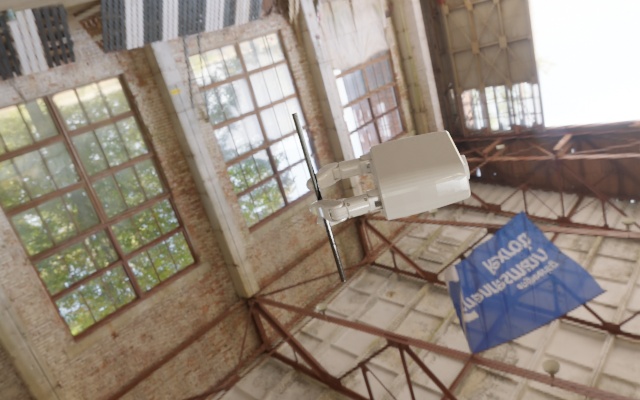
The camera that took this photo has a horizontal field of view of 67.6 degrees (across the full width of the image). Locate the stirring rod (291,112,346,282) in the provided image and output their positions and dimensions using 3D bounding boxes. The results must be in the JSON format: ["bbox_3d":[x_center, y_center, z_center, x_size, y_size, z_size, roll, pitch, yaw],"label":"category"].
[{"bbox_3d":[0.000,0.002,0.626,0.011,0.240,0.011,-15,19,5],"label":"stirring rod"}]
